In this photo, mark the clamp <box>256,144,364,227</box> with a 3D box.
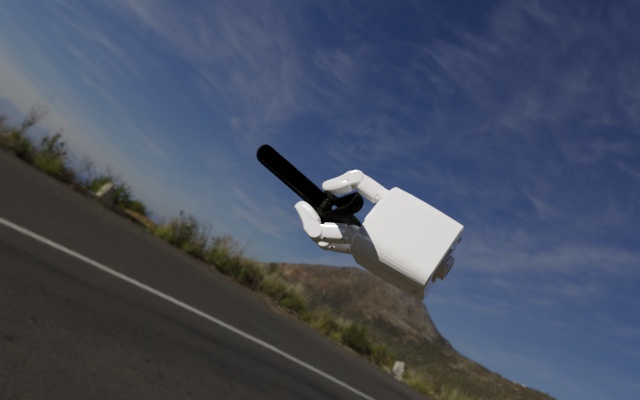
[{"bbox_3d":[0.001,0.002,0.664,0.164,0.036,0.210,32,-12,22],"label":"clamp"}]
